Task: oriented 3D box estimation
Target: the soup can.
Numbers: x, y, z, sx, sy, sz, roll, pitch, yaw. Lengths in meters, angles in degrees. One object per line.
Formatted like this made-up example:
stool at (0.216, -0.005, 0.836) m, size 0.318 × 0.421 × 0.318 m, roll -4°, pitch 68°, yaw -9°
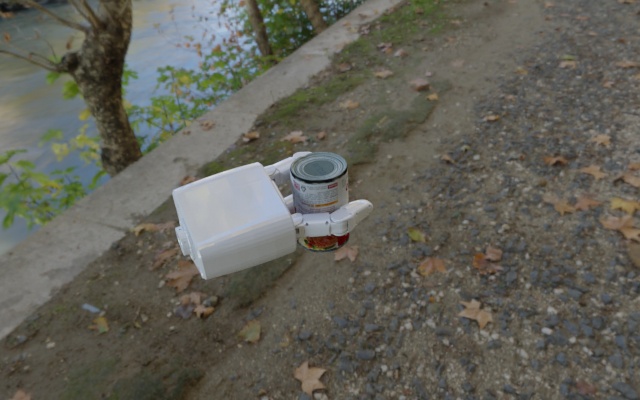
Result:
soup can at (0.001, 0.002, 0.569) m, size 0.068 × 0.102 × 0.068 m, roll -2°, pitch 34°, yaw 2°
